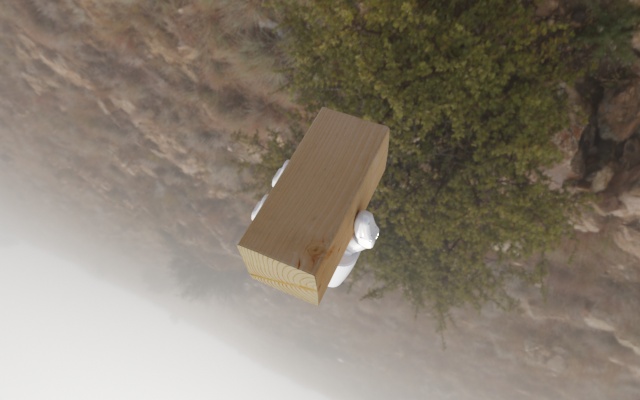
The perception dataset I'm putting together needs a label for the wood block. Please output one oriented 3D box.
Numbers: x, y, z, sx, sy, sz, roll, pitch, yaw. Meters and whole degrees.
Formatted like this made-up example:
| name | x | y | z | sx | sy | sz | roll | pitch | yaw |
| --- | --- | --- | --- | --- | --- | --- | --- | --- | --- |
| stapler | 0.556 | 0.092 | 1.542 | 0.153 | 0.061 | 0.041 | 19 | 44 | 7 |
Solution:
| name | x | y | z | sx | sy | sz | roll | pitch | yaw |
| --- | --- | --- | --- | --- | --- | --- | --- | --- | --- |
| wood block | 0.000 | 0.002 | 0.558 | 0.091 | 0.206 | 0.090 | 20 | -29 | 15 |
